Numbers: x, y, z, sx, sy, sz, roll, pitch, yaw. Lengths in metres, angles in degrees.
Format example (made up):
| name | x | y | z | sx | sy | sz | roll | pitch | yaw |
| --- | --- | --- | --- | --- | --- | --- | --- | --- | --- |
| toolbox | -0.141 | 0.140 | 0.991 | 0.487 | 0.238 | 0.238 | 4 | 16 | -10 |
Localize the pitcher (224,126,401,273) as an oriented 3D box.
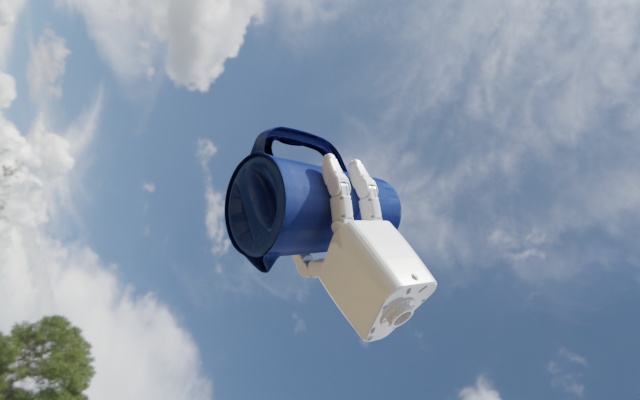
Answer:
| name | x | y | z | sx | sy | sz | roll | pitch | yaw |
| --- | --- | --- | --- | --- | --- | --- | --- | --- | --- |
| pitcher | 0.000 | 0.002 | 0.670 | 0.243 | 0.149 | 0.145 | 4 | 37 | -42 |
